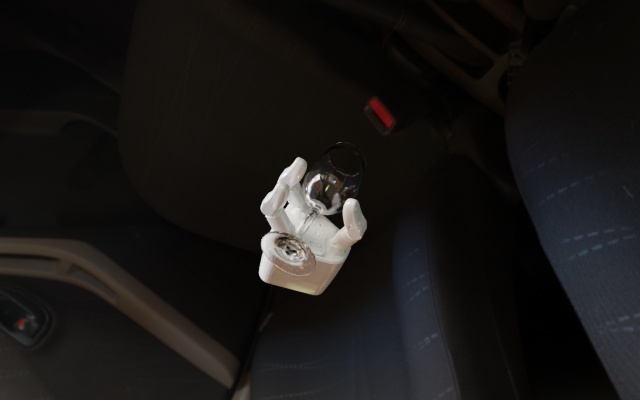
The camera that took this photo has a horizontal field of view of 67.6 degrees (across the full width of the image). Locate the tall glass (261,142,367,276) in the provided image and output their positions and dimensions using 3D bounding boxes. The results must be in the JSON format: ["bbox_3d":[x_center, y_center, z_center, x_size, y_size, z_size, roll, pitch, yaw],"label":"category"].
[{"bbox_3d":[0.000,0.002,0.638,0.079,0.079,0.201,0,40,31],"label":"tall glass"}]
